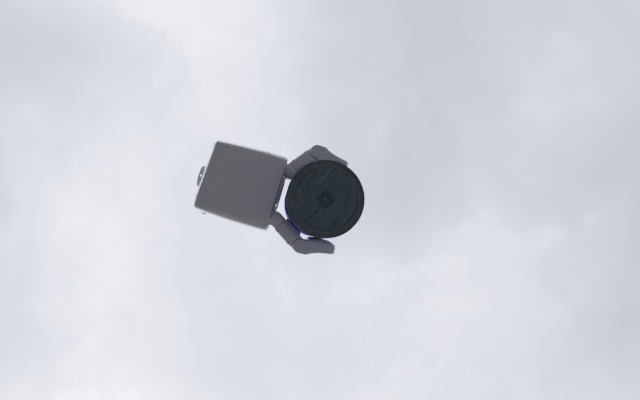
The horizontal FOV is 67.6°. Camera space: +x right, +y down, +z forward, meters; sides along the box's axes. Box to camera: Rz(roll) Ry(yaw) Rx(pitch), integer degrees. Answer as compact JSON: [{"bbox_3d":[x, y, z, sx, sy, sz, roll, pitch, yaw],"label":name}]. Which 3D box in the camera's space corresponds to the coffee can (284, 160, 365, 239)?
[{"bbox_3d":[0.000,0.002,0.684,0.103,0.103,0.140,0,-4,-6],"label":"coffee can"}]
